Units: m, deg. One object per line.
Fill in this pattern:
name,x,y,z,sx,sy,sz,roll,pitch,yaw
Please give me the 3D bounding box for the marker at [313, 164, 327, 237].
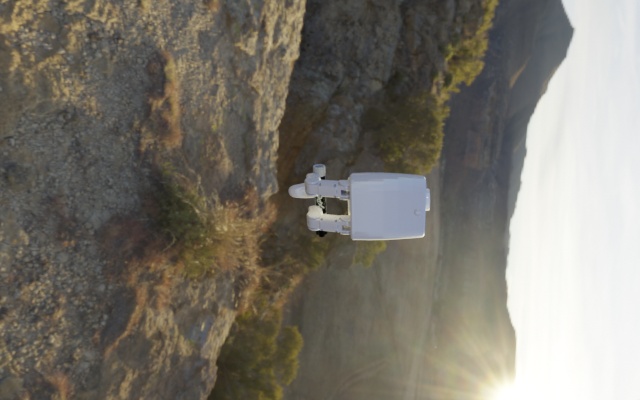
marker,0.000,0.002,0.757,0.020,0.121,0.020,-2,22,1
